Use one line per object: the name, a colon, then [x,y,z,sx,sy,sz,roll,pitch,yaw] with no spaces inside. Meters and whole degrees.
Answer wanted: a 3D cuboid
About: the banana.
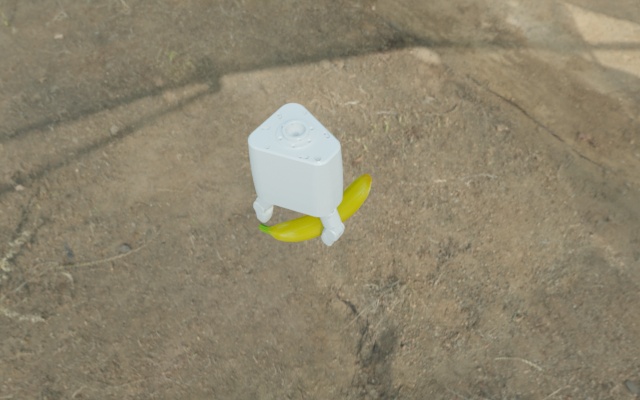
banana: [0.006,0.017,0.734,0.198,0.069,0.037,-24,-34,-13]
